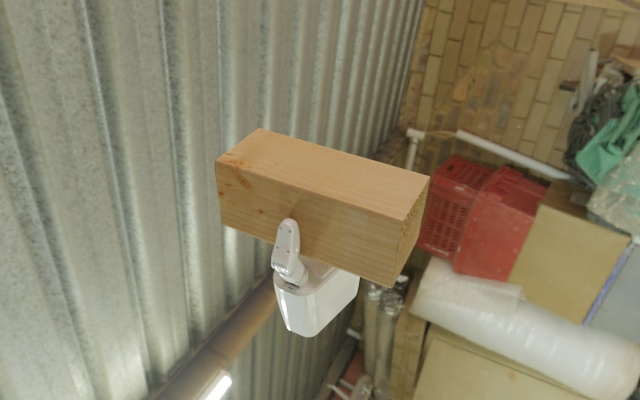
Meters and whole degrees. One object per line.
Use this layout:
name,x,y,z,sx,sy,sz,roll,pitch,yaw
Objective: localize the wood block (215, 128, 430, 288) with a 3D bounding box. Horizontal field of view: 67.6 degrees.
wood block,0.000,0.002,0.516,0.206,0.090,0.090,18,40,20
